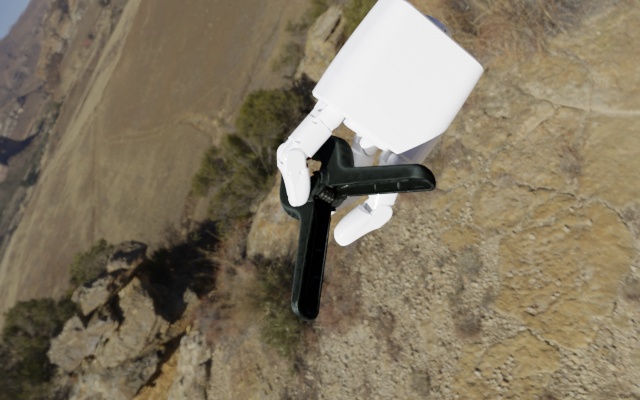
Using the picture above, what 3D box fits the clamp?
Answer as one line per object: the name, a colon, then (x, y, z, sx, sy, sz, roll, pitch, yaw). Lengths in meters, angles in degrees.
clamp: (-0.001, 0.001, 0.460, 0.036, 0.164, 0.210, 33, 8, -34)
